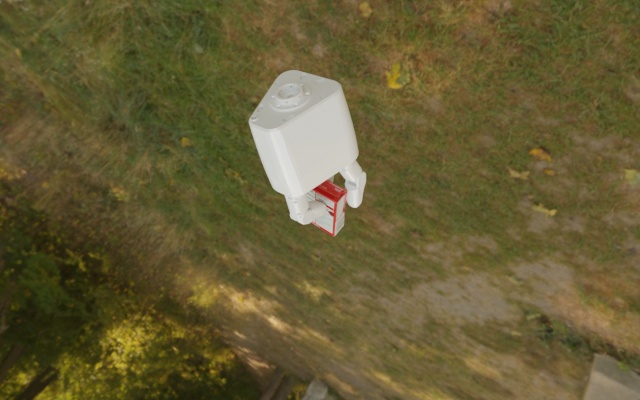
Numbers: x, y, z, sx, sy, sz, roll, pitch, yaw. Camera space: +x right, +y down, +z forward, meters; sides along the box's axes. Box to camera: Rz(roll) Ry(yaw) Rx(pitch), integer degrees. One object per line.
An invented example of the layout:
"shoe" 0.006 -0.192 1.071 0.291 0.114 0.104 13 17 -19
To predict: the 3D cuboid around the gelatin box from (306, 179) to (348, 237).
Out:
"gelatin box" 0.000 0.003 0.695 0.073 0.030 0.089 31 -32 21
